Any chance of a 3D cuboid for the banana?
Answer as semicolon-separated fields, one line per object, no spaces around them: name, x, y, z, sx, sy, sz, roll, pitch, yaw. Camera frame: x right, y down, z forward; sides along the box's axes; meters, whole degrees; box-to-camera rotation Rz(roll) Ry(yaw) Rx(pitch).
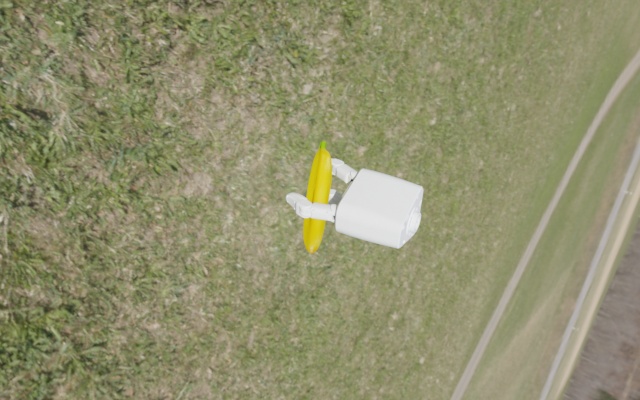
banana;-0.003;0.002;0.798;0.037;0.198;0.069;11;12;10
